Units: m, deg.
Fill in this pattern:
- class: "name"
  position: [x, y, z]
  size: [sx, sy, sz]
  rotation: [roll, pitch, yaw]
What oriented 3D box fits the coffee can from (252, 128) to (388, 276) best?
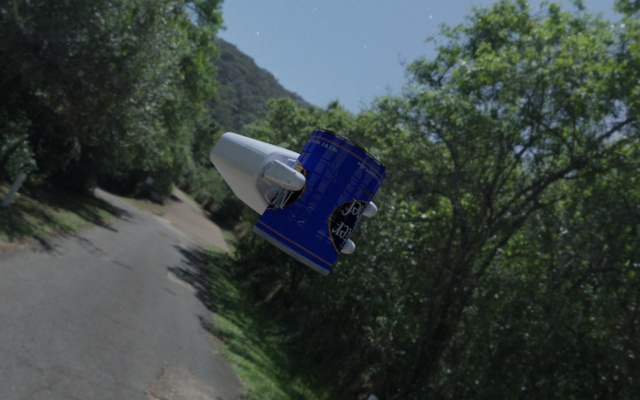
- class: "coffee can"
  position: [0.000, 0.002, 0.560]
  size: [0.103, 0.140, 0.103]
  rotation: [31, -5, 3]
